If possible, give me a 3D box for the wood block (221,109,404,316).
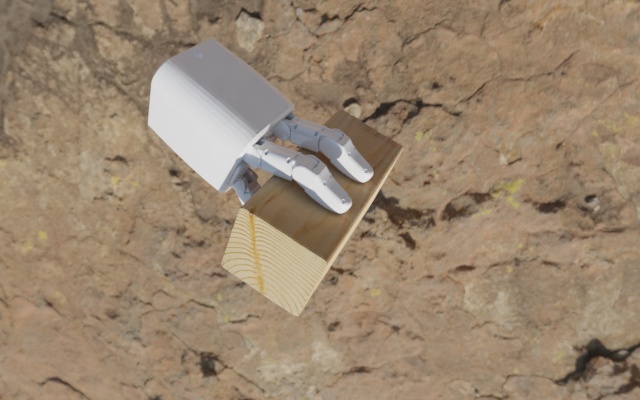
[{"bbox_3d":[0.000,0.002,0.493,0.090,0.091,0.206,32,43,6],"label":"wood block"}]
